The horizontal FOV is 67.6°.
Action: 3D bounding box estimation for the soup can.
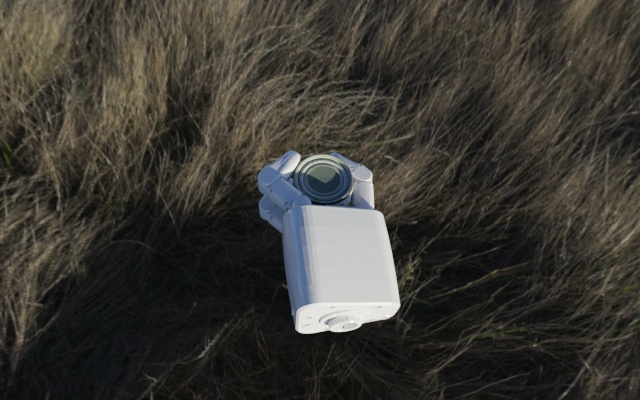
[{"bbox_3d":[0.000,0.001,0.558,0.068,0.068,0.102,0,-31,-4],"label":"soup can"}]
